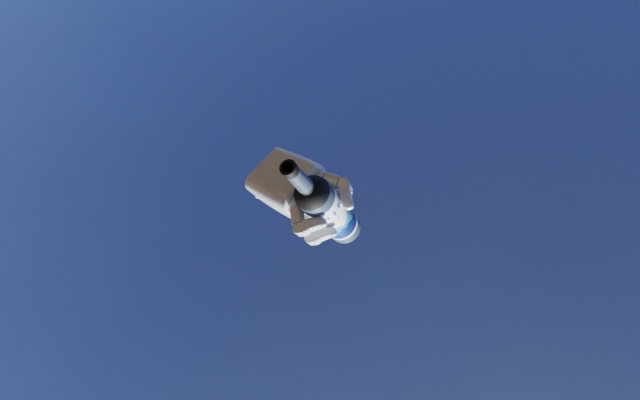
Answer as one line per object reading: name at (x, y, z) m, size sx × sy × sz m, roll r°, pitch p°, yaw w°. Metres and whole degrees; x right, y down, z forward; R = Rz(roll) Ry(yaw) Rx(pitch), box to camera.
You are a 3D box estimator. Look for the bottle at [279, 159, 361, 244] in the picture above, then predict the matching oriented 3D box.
bottle at (0.000, 0.003, 0.844) m, size 0.069 × 0.069 × 0.296 m, roll 0°, pitch -21°, yaw 21°
